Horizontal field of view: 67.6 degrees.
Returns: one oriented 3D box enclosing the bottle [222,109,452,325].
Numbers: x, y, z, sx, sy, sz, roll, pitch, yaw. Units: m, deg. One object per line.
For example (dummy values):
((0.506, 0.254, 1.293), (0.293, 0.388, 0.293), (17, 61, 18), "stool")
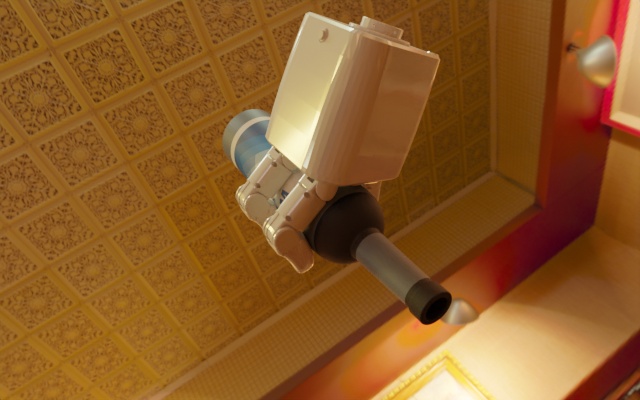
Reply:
((0.000, 0.001, 0.416), (0.069, 0.069, 0.295), (0, 28, -36), "bottle")
